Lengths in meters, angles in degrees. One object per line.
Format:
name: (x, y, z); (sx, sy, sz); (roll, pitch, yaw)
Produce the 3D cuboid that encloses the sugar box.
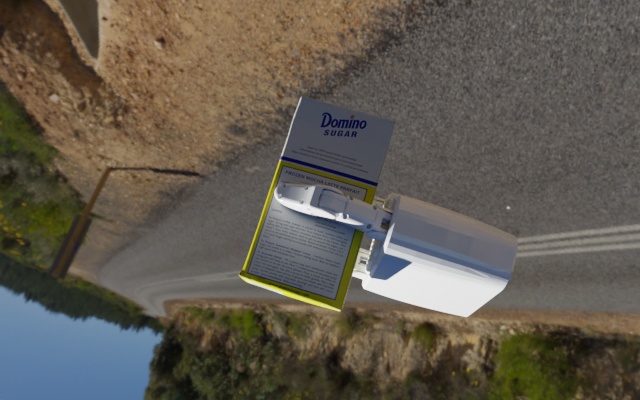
sugar box: (0.000, 0.002, 0.434); (0.093, 0.176, 0.048); (17, -15, 5)
